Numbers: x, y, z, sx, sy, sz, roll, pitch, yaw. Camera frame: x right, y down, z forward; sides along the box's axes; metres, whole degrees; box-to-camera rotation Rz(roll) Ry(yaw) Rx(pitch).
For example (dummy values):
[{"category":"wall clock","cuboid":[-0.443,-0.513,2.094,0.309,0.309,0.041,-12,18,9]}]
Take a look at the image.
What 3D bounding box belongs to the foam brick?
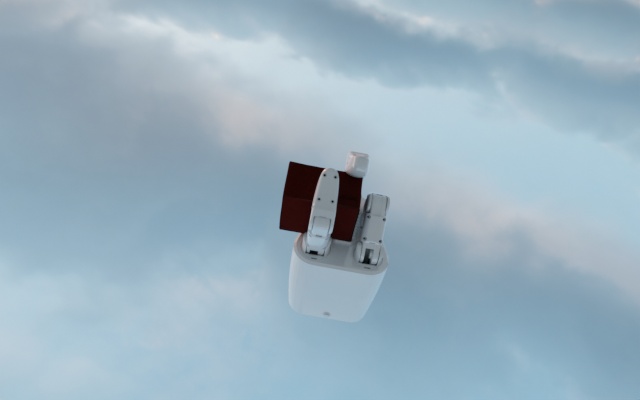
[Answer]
[{"category":"foam brick","cuboid":[0.000,0.001,0.487,0.078,0.053,0.051,11,-44,-1]}]
